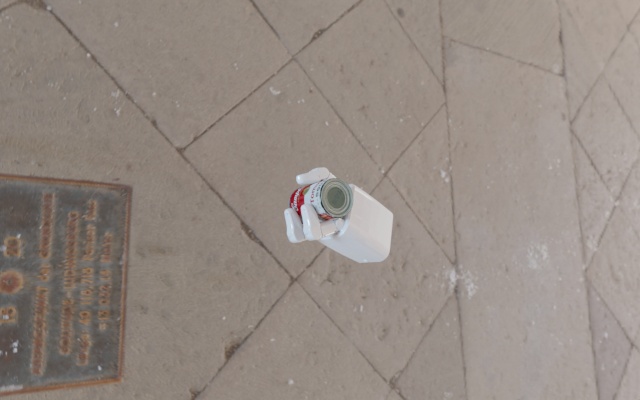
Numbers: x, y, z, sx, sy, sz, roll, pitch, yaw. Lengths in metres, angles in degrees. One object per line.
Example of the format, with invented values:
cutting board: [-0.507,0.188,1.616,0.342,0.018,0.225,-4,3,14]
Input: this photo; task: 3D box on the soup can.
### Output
soup can: [0.000,0.002,0.813,0.068,0.068,0.102,0,-8,-34]
